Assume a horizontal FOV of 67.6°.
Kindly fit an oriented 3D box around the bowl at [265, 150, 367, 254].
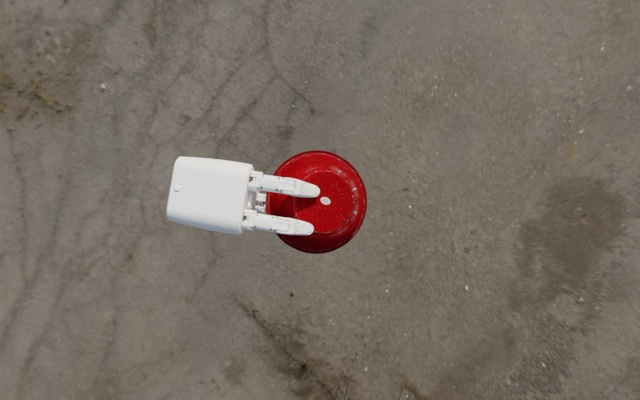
[{"bbox_3d":[0.002,0.002,0.718,0.162,0.162,0.055,0,0,-12],"label":"bowl"}]
